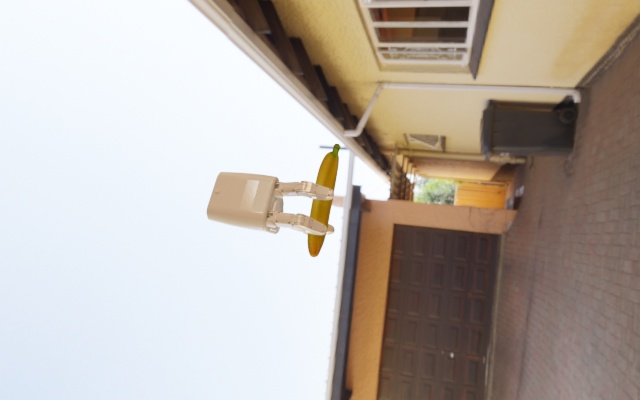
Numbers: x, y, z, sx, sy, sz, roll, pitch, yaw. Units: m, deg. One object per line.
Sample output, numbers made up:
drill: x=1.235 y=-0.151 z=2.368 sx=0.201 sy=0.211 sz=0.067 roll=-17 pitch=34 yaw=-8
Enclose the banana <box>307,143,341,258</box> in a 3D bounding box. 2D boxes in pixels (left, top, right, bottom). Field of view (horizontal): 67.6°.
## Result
banana: x=0.003 y=-0.001 z=0.837 sx=0.037 sy=0.198 sz=0.069 roll=10 pitch=1 yaw=6
